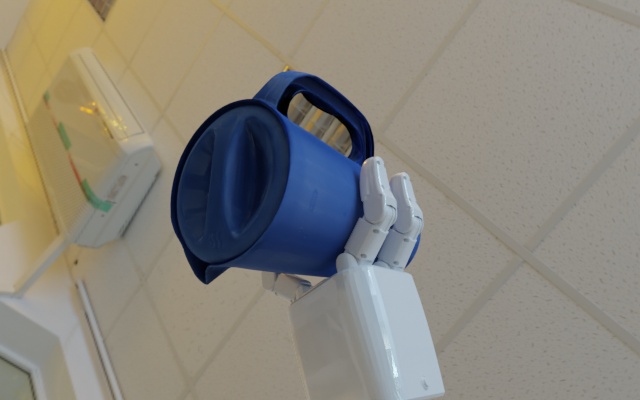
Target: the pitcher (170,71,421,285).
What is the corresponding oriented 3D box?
[{"bbox_3d":[0.000,0.002,0.450,0.149,0.145,0.243,-30,-30,28],"label":"pitcher"}]
